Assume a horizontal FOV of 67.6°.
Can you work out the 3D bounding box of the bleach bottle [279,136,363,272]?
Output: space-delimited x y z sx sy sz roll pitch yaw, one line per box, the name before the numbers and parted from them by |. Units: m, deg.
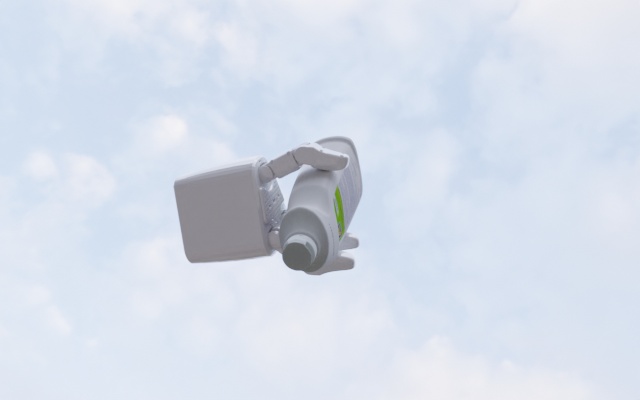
bleach bottle | 0.000 0.002 0.545 0.068 0.102 0.250 -9 17 14
